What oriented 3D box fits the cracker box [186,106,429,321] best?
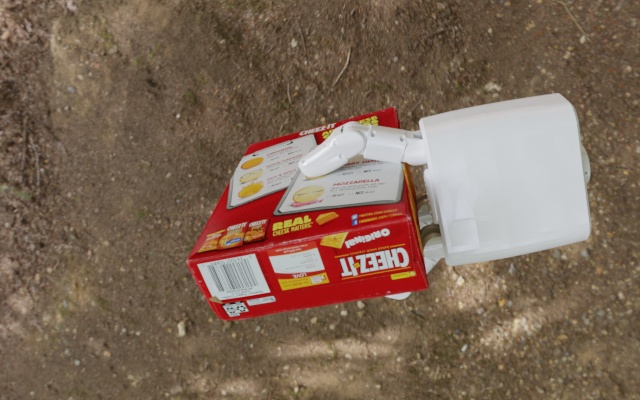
[{"bbox_3d":[0.000,0.001,0.423,0.164,0.072,0.213,-12,27,13],"label":"cracker box"}]
